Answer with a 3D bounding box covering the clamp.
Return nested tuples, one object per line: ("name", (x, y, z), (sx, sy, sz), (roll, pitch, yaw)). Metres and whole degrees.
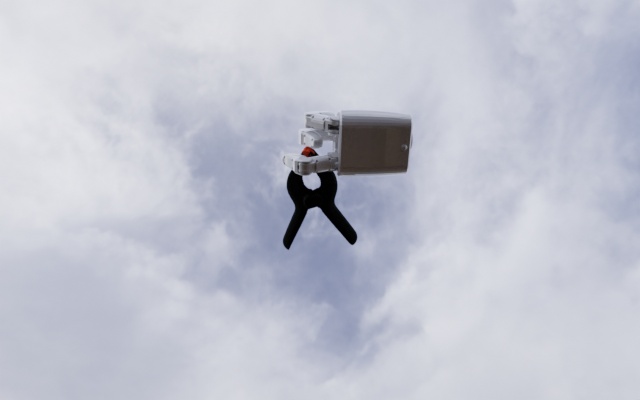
("clamp", (0.000, 0.002, 0.748), (0.120, 0.171, 0.039), (1, 24, -1))
